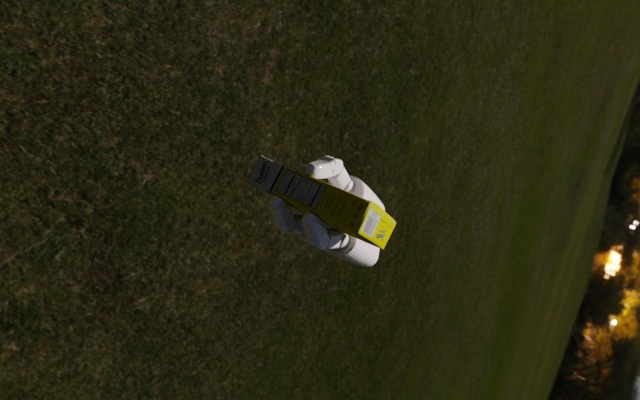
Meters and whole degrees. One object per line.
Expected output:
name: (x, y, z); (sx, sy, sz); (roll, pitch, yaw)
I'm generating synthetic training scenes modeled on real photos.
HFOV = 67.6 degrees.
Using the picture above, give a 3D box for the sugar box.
sugar box: (0.000, 0.003, 0.611); (0.176, 0.048, 0.093); (21, -8, 31)
